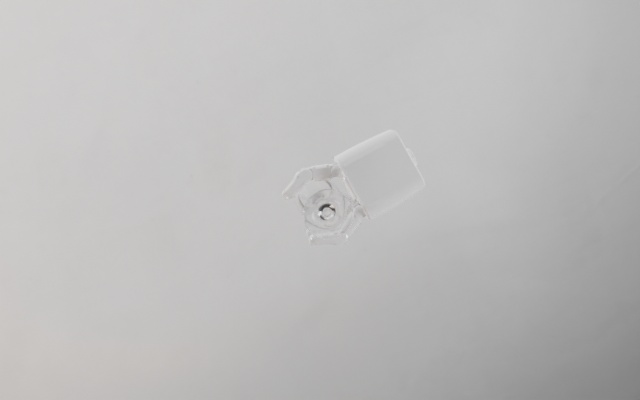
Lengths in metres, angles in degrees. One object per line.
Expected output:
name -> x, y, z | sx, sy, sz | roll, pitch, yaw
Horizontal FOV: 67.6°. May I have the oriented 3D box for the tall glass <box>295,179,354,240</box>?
tall glass -> 0.000, 0.003, 0.782 | 0.079, 0.079, 0.201 | 0, 10, -7
